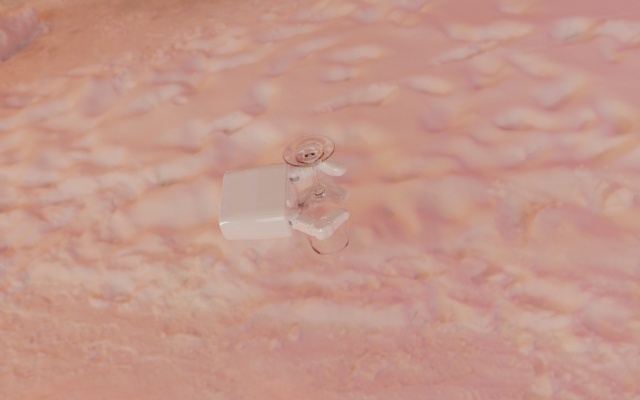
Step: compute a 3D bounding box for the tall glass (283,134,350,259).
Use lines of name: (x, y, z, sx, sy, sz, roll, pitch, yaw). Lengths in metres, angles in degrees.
tall glass: (0.000, 0.002, 0.731, 0.079, 0.201, 0.079, -8, 42, 7)
